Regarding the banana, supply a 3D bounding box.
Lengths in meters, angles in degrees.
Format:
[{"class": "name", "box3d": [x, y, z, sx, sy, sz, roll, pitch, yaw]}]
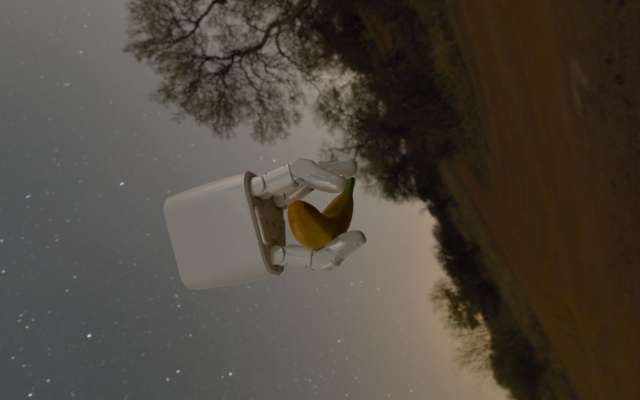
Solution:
[{"class": "banana", "box3d": [0.003, 0.020, 0.522, 0.037, 0.069, 0.197, -3, 9, 17]}]
